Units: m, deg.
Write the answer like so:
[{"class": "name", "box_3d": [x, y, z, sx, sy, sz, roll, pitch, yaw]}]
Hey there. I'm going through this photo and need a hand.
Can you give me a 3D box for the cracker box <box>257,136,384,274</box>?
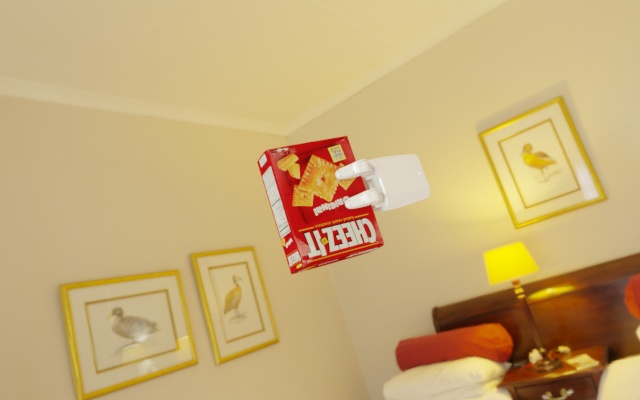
[{"class": "cracker box", "box_3d": [0.000, 0.003, 0.842, 0.164, 0.213, 0.072, -12, -13, -26]}]
